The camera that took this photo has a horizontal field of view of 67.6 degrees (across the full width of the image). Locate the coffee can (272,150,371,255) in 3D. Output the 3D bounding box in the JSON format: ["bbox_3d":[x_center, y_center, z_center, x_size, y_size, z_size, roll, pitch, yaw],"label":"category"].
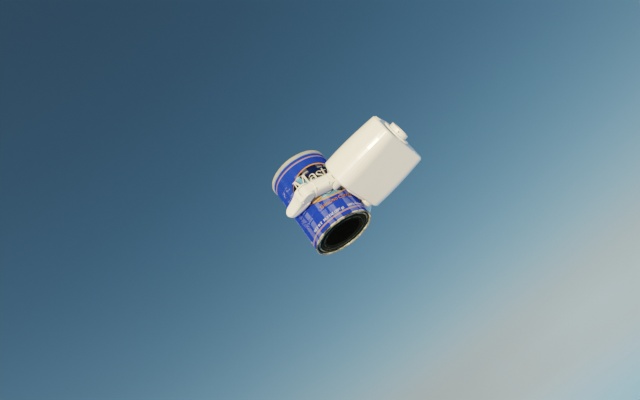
[{"bbox_3d":[0.000,0.003,0.775,0.103,0.140,0.103,-28,-29,-17],"label":"coffee can"}]
